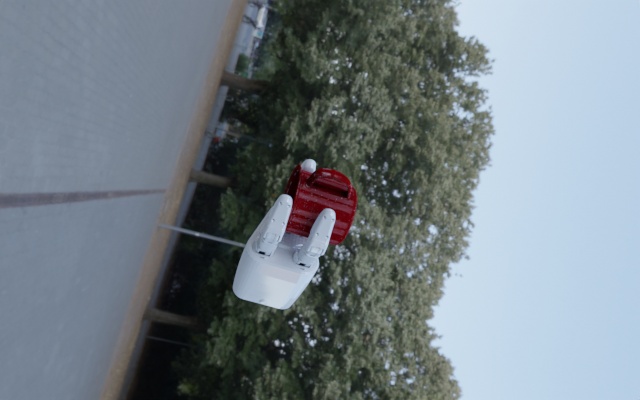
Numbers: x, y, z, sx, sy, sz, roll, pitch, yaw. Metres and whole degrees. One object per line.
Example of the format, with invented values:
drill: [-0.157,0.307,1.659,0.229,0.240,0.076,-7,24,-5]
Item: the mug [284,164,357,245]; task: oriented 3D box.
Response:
mug: [0.001,0.001,0.610,0.081,0.093,0.117,17,-44,-13]
